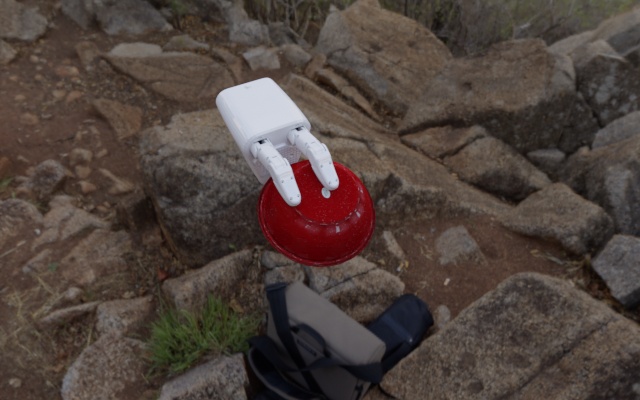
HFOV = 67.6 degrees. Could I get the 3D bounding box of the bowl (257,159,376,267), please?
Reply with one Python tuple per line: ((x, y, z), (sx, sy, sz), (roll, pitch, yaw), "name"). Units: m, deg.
((0.001, 0.003, 0.622), (0.162, 0.162, 0.055), (0, -28, -11), "bowl")
